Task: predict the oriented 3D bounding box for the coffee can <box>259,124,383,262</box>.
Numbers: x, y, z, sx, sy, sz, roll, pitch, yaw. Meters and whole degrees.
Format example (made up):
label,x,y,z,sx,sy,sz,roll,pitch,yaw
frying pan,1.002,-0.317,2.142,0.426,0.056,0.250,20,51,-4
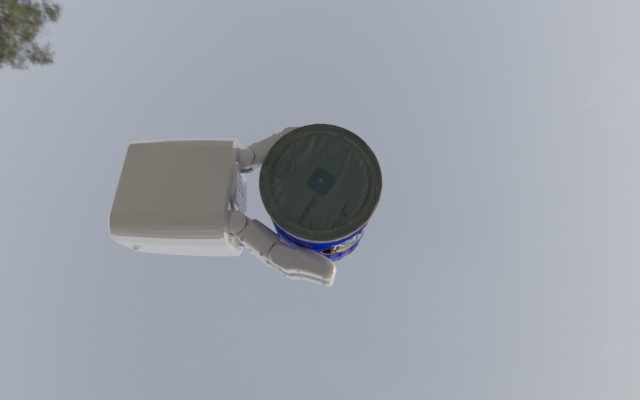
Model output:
label,x,y,z,sx,sy,sz,roll,pitch,yaw
coffee can,0.000,0.001,0.461,0.103,0.102,0.140,0,-15,0
